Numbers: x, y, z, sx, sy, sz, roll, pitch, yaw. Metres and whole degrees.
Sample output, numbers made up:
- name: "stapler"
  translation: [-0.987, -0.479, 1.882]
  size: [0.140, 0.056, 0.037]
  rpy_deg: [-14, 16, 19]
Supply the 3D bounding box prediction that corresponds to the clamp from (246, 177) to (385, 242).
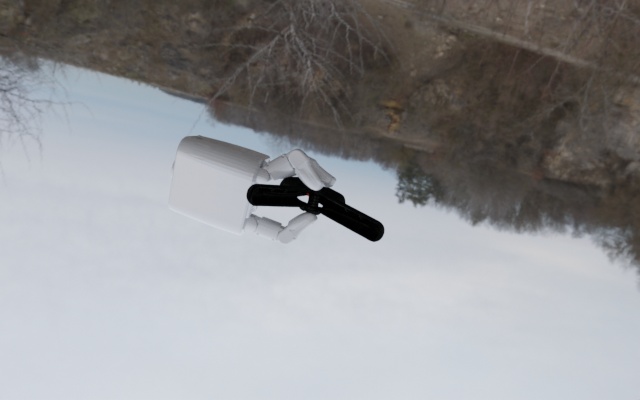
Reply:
- name: "clamp"
  translation: [0.000, 0.003, 0.632]
  size: [0.164, 0.036, 0.210]
  rpy_deg: [19, 9, 0]
